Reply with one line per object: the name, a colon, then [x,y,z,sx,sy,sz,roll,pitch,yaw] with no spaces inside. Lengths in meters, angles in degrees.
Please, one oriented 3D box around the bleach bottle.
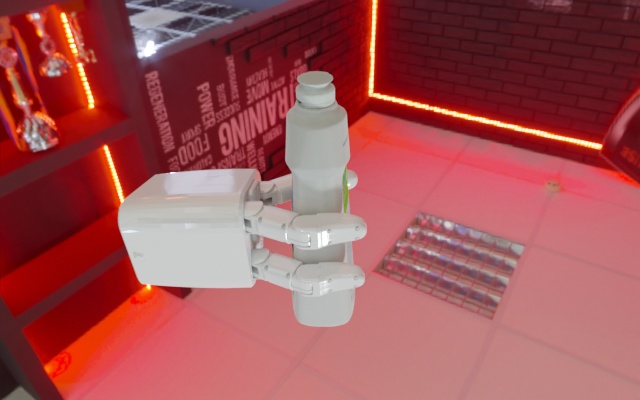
bleach bottle: [0.000,0.002,0.450,0.068,0.251,0.102,-1,36,2]
